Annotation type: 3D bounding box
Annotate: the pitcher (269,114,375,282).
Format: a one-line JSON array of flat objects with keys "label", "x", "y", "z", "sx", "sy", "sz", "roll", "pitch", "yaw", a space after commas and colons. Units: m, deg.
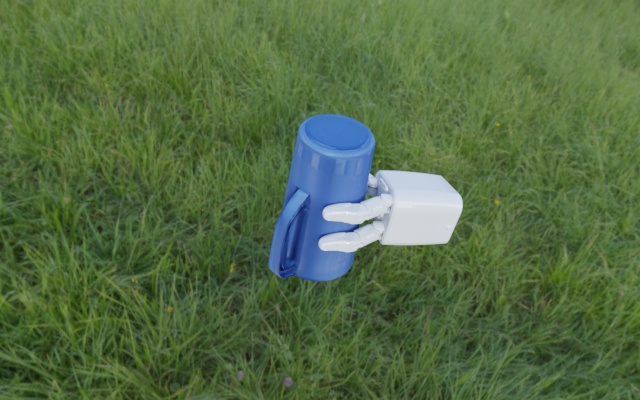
[{"label": "pitcher", "x": 0.000, "y": 0.002, "z": 0.719, "sx": 0.145, "sy": 0.243, "sz": 0.149, "roll": 3, "pitch": 40, "yaw": -9}]
